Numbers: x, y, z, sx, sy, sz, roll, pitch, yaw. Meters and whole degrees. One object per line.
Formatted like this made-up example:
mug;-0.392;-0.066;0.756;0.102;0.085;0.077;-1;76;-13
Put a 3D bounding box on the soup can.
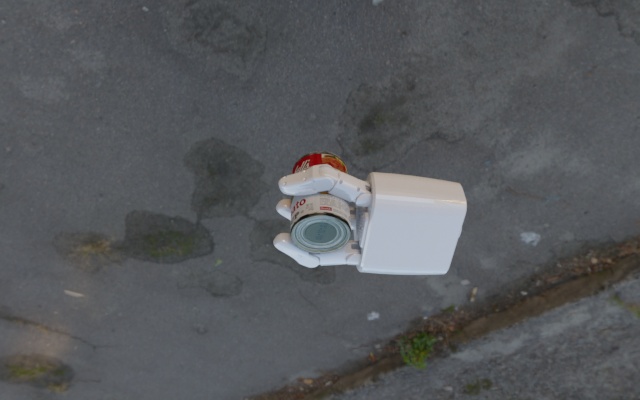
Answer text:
soup can;0.000;0.002;0.548;0.068;0.102;0.069;0;-44;0
